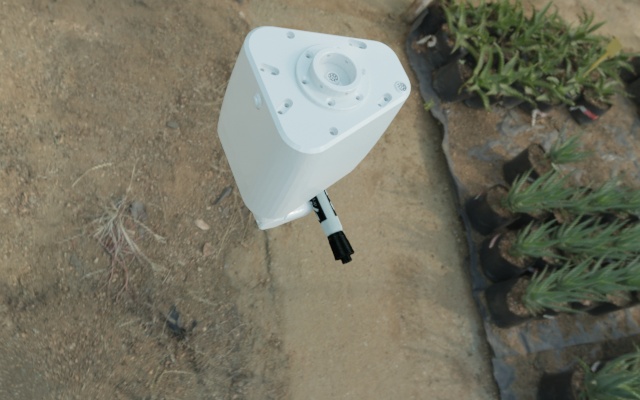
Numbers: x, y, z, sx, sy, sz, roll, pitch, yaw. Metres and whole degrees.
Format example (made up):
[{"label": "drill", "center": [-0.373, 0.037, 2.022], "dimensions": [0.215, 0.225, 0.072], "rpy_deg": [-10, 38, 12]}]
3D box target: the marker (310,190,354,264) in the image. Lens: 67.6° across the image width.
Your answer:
[{"label": "marker", "center": [0.000, 0.001, 0.437], "dimensions": [0.020, 0.121, 0.020], "rpy_deg": [-23, -14, -6]}]
